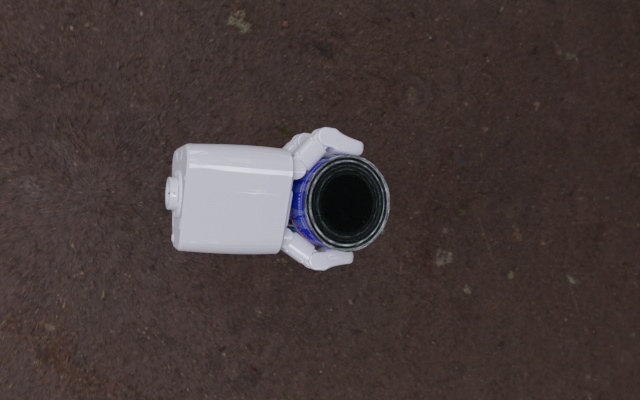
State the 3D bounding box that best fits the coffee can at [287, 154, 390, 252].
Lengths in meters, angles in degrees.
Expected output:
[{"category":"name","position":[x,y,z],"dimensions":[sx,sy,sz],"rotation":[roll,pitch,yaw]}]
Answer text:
[{"category":"coffee can","position":[0.000,0.002,0.561],"dimensions":[0.103,0.103,0.140],"rotation":[0,1,-26]}]
